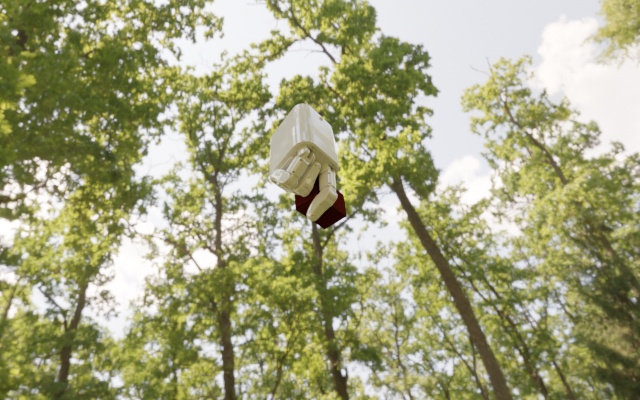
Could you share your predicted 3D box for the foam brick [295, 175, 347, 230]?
[{"bbox_3d":[0.000,0.003,0.815,0.053,0.051,0.078,-30,-46,26],"label":"foam brick"}]
